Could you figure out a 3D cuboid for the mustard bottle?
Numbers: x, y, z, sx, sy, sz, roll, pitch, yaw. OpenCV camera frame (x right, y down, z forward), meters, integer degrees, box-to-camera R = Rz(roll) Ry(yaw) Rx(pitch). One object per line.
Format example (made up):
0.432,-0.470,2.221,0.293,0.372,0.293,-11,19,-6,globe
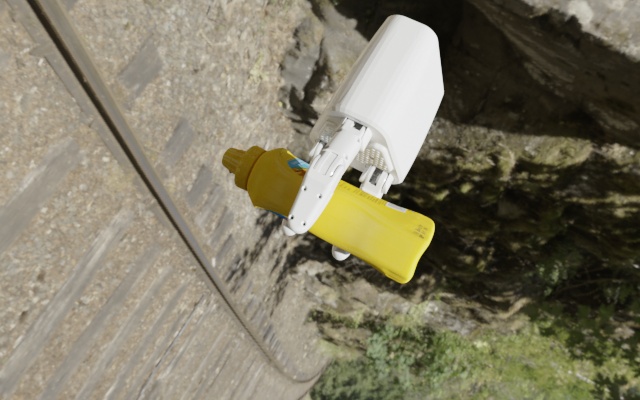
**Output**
0.000,0.002,0.413,0.191,0.058,0.096,27,10,10,mustard bottle
